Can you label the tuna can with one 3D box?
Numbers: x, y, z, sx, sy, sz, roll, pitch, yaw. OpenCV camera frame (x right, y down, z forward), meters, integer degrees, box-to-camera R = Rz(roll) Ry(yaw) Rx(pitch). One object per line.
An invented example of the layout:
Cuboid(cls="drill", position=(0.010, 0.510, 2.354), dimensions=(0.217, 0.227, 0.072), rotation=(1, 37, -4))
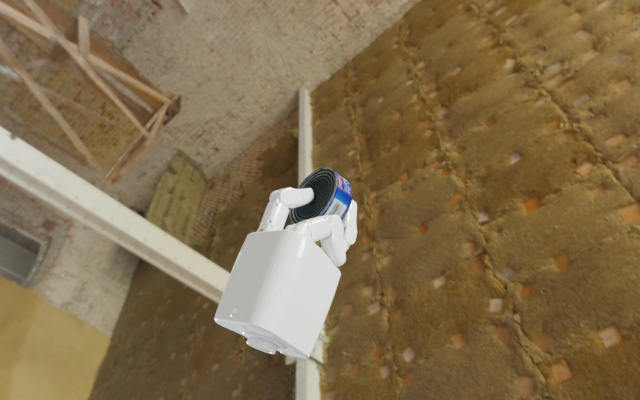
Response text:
Cuboid(cls="tuna can", position=(0.001, 0.002, 0.615), dimensions=(0.034, 0.086, 0.086), rotation=(34, -20, -32))
